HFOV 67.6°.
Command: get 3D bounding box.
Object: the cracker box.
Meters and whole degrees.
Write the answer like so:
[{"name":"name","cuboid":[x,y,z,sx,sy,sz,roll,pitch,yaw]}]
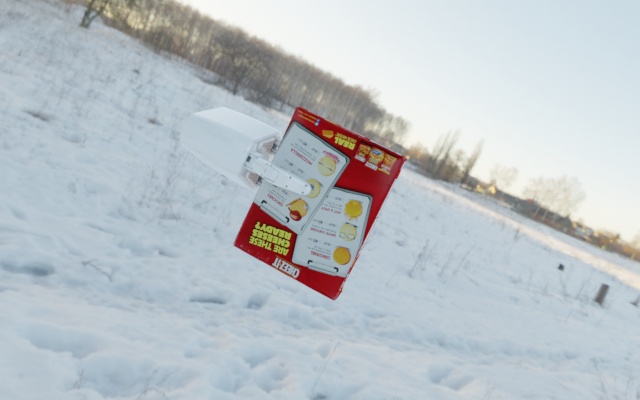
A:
[{"name":"cracker box","cuboid":[0.000,0.002,0.666,0.164,0.214,0.072,27,8,11]}]
